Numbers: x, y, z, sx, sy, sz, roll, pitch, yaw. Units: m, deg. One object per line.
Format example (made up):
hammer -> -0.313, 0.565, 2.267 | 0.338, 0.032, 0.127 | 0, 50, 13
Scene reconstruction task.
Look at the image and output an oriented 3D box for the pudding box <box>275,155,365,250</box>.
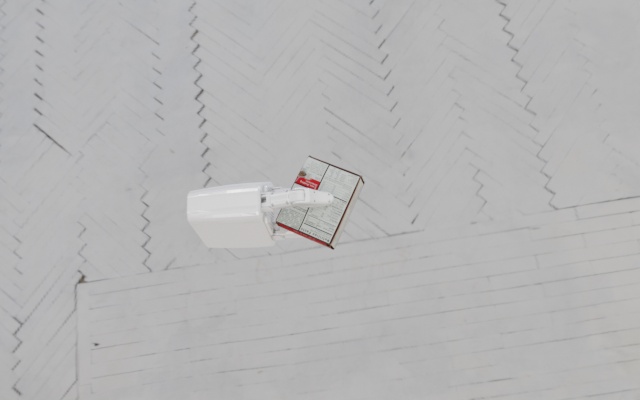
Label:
pudding box -> 0.000, 0.002, 0.687 | 0.090, 0.113, 0.039 | 23, -9, 15
